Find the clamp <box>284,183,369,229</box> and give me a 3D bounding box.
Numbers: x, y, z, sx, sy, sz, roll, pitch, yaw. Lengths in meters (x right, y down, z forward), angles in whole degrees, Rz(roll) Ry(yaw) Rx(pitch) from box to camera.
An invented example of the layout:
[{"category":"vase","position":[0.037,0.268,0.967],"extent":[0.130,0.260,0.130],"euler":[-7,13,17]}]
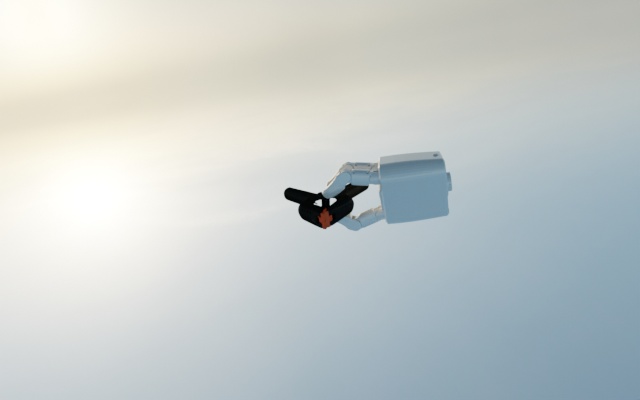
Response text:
[{"category":"clamp","position":[0.000,0.004,0.839],"extent":[0.164,0.036,0.210],"euler":[-7,16,10]}]
